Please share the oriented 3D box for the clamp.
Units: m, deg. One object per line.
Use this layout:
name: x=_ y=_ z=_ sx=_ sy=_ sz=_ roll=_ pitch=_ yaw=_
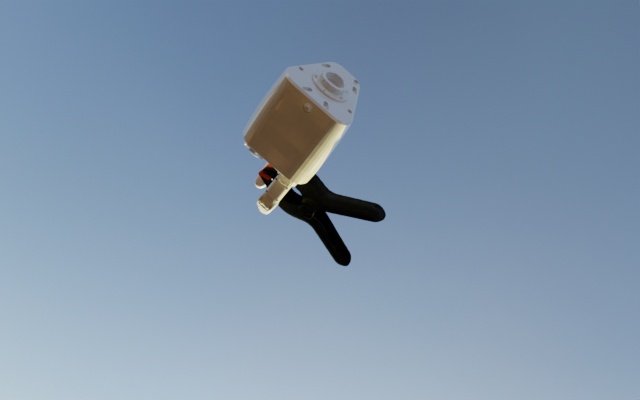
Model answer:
clamp: x=0.000 y=0.002 z=0.612 sx=0.120 sy=0.171 sz=0.039 roll=-48 pitch=2 yaw=40
